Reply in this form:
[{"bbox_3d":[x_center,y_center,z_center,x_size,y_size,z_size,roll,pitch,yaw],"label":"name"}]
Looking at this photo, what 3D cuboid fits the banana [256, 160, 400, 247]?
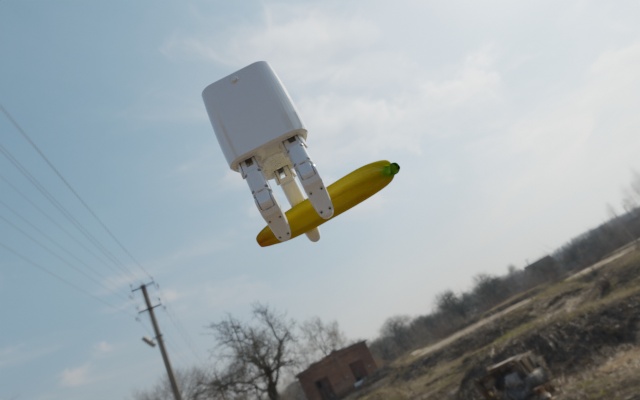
[{"bbox_3d":[0.011,0.000,0.559,0.198,0.037,0.069,-31,-12,24],"label":"banana"}]
